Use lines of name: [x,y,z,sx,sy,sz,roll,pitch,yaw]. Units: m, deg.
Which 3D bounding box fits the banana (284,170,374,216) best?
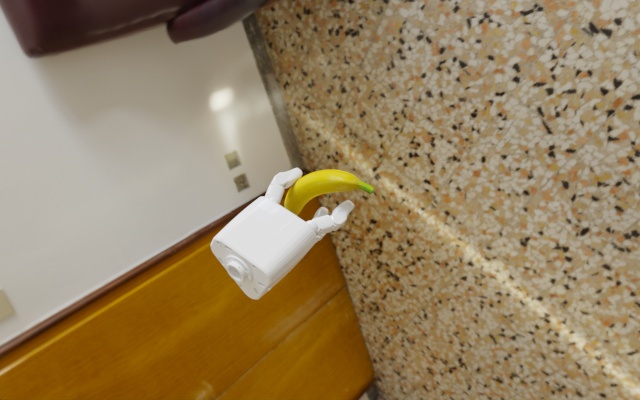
banana: [-0.008,-0.012,0.772,0.198,0.070,0.037,-16,28,46]
